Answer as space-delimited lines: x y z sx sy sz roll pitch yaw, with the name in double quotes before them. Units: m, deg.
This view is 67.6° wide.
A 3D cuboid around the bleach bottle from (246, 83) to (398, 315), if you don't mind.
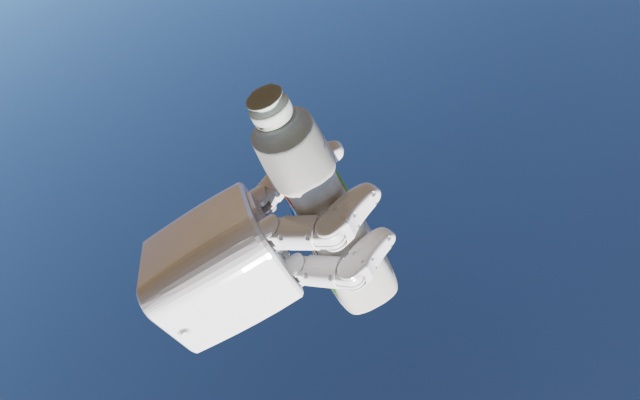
"bleach bottle" 0.000 0.001 0.425 0.068 0.251 0.102 -29 44 -1
